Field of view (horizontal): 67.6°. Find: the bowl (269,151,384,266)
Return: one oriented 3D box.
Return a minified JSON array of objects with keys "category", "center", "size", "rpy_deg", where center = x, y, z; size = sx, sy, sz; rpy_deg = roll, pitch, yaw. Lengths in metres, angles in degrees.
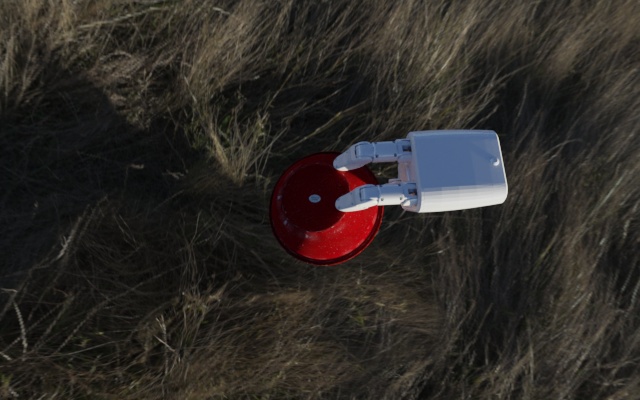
[{"category":"bowl","center":[-0.001,0.002,0.630],"size":[0.162,0.162,0.055],"rpy_deg":[0,-15,14]}]
